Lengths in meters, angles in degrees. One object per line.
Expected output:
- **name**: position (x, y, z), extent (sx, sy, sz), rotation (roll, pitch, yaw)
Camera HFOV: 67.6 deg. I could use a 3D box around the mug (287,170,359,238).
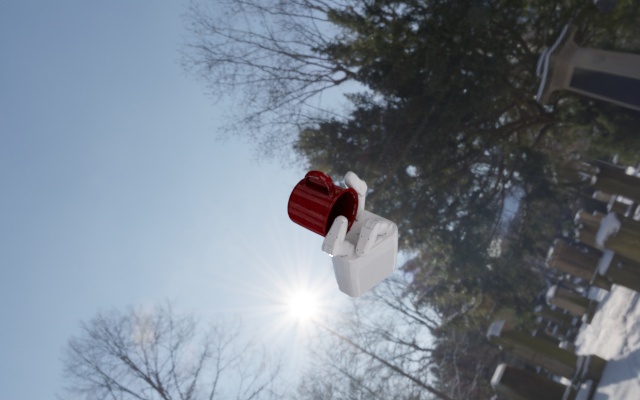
- **mug**: position (0.000, 0.001, 0.748), extent (0.081, 0.117, 0.093), rotation (23, 52, 30)
